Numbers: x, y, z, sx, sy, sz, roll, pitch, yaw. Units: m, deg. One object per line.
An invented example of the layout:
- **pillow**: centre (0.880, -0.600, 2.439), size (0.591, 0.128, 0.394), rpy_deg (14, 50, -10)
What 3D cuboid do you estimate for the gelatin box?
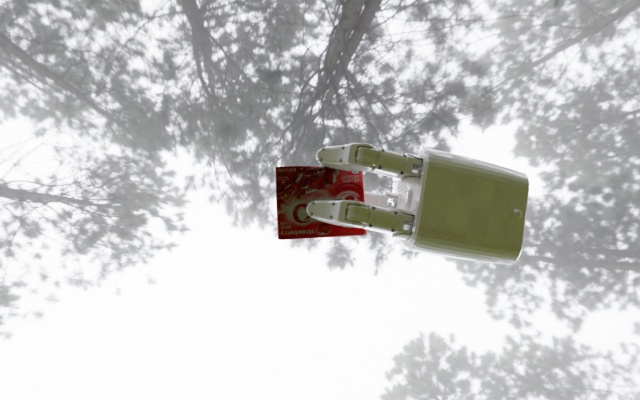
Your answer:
- **gelatin box**: centre (0.000, 0.002, 0.482), size (0.089, 0.073, 0.030), rpy_deg (-2, -5, -2)
